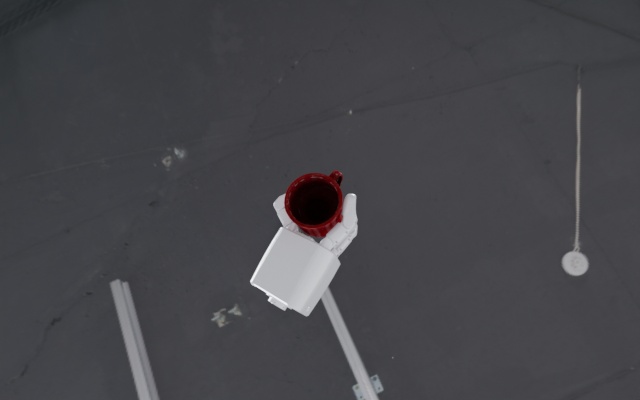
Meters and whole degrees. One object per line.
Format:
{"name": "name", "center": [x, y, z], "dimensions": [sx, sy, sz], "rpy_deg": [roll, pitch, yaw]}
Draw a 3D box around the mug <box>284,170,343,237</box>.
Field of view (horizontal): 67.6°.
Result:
{"name": "mug", "center": [0.001, 0.001, 0.788], "dimensions": [0.093, 0.117, 0.081], "rpy_deg": [29, -13, 16]}
